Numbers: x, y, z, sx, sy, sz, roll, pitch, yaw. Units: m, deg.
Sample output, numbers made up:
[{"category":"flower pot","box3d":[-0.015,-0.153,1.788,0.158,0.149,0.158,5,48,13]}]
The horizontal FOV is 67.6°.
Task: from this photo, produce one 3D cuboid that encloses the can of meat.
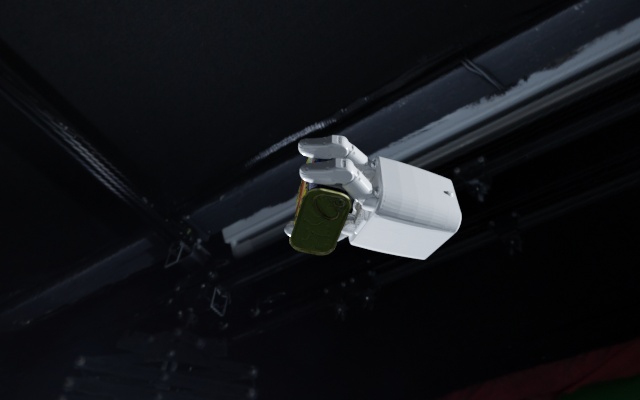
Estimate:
[{"category":"can of meat","box3d":[0.000,0.002,0.595,0.057,0.102,0.084,13,39,-8]}]
